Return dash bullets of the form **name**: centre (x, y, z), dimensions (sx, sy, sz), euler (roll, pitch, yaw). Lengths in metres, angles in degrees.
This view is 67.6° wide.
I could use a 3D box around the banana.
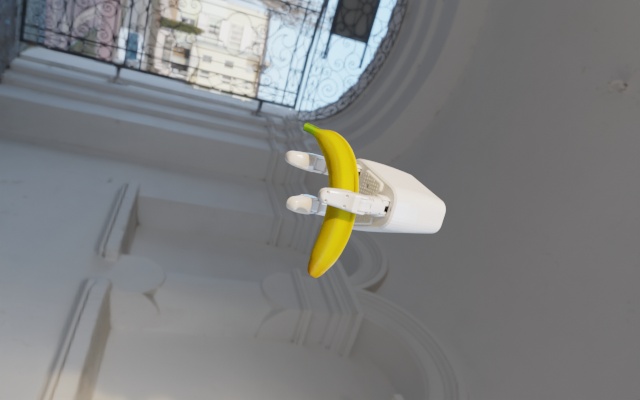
- **banana**: centre (0.016, -0.003, 0.597), dimensions (0.069, 0.197, 0.037), euler (-6, -9, 33)
